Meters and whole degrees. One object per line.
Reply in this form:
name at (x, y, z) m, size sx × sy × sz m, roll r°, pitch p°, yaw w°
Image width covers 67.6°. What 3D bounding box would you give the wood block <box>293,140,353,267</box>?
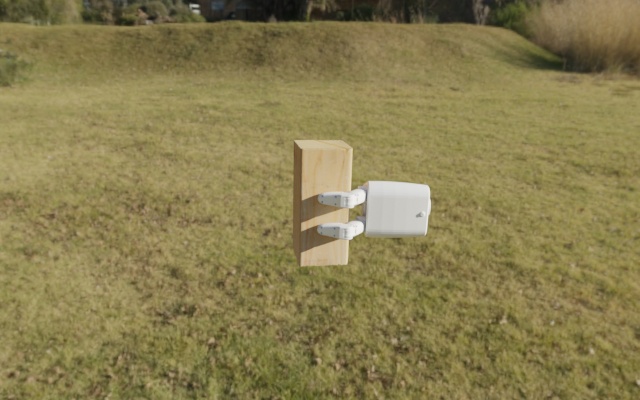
wood block at (0.000, 0.003, 0.842) m, size 0.090 × 0.206 × 0.090 m, roll -1°, pitch 16°, yaw -10°
